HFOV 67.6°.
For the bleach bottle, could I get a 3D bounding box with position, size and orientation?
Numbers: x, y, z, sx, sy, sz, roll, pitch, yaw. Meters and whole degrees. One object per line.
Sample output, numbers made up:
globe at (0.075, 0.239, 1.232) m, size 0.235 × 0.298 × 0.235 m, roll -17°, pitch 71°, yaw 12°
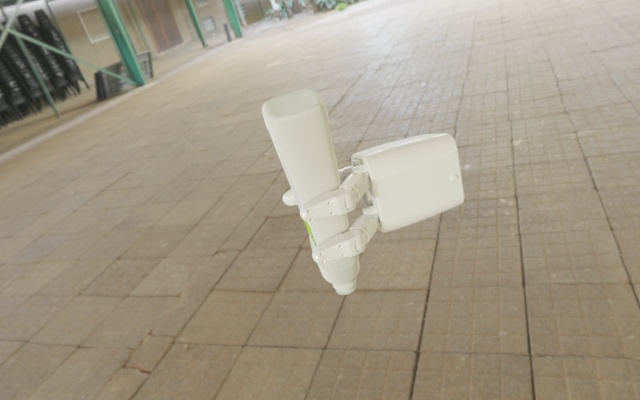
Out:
bleach bottle at (0.000, 0.002, 0.573) m, size 0.068 × 0.251 × 0.102 m, roll -18°, pitch 26°, yaw -3°
